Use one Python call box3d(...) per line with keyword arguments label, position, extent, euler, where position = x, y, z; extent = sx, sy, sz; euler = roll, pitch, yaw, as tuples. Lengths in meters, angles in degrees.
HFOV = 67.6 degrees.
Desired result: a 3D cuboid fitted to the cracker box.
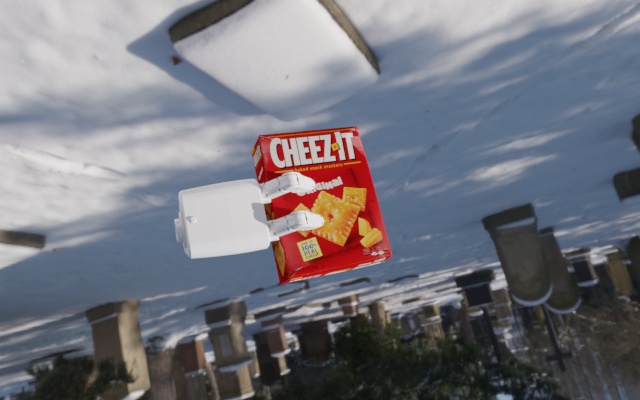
box3d(label="cracker box", position=(0.000, 0.003, 0.716), extent=(0.164, 0.213, 0.072), euler=(-8, -14, -20))
